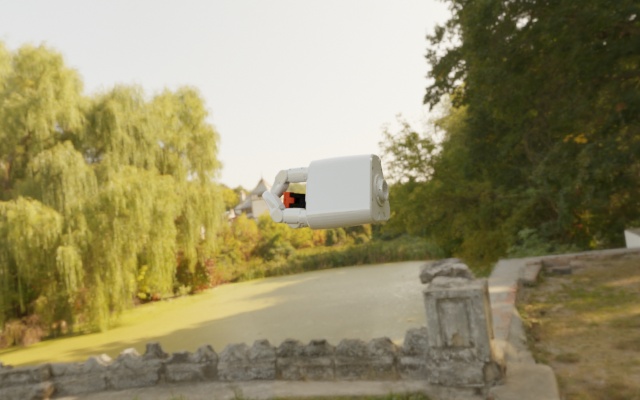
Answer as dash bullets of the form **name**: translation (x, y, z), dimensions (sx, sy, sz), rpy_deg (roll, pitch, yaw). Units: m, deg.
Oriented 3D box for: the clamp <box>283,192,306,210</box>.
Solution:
- **clamp**: translation (0.000, 0.002, 0.841), dimensions (0.120, 0.039, 0.171), rpy_deg (-4, -1, 26)
